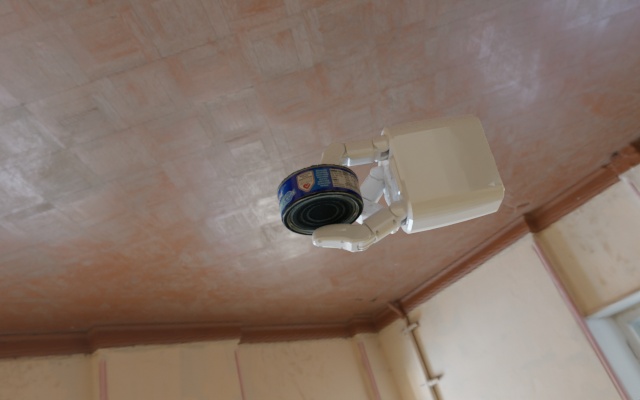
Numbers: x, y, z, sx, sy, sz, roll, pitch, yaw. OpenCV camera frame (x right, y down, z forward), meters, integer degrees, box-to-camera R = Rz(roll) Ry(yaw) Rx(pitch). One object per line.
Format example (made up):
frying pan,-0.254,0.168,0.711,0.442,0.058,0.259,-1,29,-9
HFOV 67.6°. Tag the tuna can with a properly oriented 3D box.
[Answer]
tuna can,0.000,0.002,0.486,0.086,0.033,0.086,-8,-32,-5
